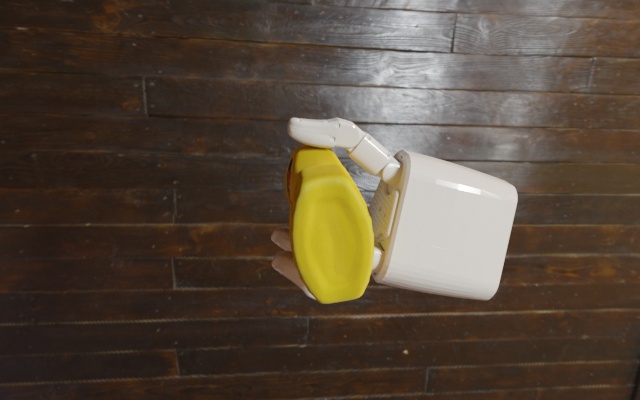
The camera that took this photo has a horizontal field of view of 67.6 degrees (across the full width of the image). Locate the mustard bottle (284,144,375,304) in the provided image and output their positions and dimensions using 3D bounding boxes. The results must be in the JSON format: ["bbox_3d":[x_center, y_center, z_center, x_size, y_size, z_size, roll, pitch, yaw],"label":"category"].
[{"bbox_3d":[0.000,0.001,0.411,0.058,0.096,0.191,-10,18,-2],"label":"mustard bottle"}]
